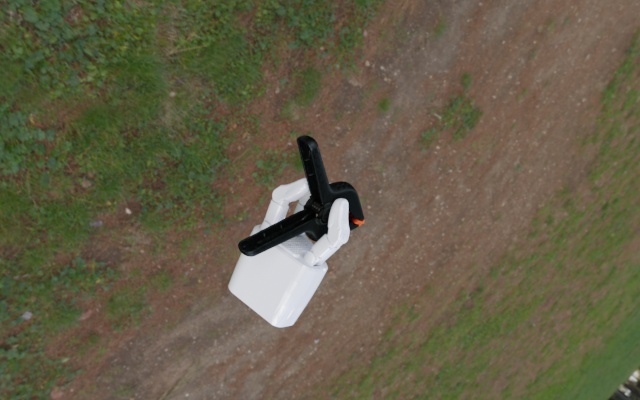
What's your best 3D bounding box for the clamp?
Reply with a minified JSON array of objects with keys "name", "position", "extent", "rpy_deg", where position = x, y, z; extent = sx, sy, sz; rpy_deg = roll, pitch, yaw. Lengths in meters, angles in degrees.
[{"name":"clamp","position":[0.001,0.003,0.638],"extent":[0.036,0.164,0.210],"rpy_deg":[38,19,34]}]
